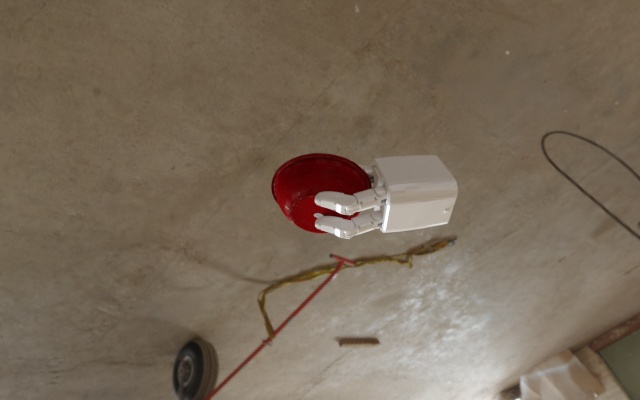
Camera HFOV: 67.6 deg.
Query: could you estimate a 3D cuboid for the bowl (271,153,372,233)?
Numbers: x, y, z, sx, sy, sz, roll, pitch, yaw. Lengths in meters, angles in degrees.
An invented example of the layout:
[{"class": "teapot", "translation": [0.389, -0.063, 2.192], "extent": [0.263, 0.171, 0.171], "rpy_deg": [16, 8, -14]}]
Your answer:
[{"class": "bowl", "translation": [-0.001, 0.003, 0.746], "extent": [0.162, 0.055, 0.162], "rpy_deg": [2, -41, 2]}]
